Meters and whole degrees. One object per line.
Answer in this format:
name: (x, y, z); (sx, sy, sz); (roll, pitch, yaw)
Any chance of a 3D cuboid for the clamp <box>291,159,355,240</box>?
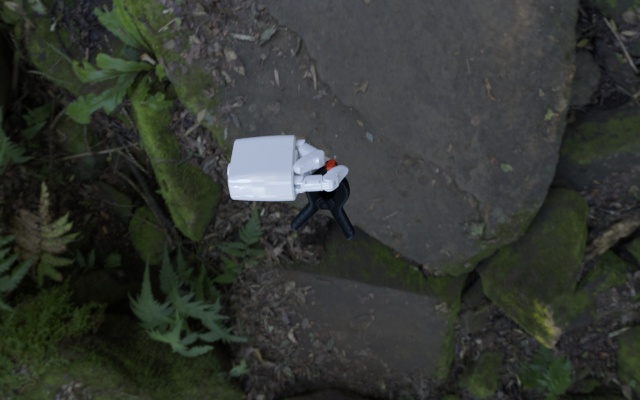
clamp: (0.000, 0.003, 0.858); (0.120, 0.172, 0.039); (-2, 36, 3)
